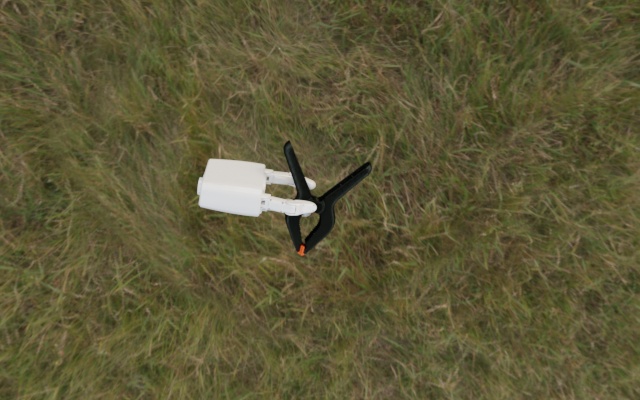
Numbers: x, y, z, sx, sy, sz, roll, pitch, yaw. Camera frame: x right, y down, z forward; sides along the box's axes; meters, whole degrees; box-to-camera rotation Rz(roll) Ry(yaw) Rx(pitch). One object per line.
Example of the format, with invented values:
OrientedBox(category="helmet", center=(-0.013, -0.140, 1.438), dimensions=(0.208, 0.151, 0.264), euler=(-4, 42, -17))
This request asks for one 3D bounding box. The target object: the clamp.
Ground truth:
OrientedBox(category="clamp", center=(0.000, 0.004, 0.881), dimensions=(0.164, 0.210, 0.036), euler=(7, 17, -8))
